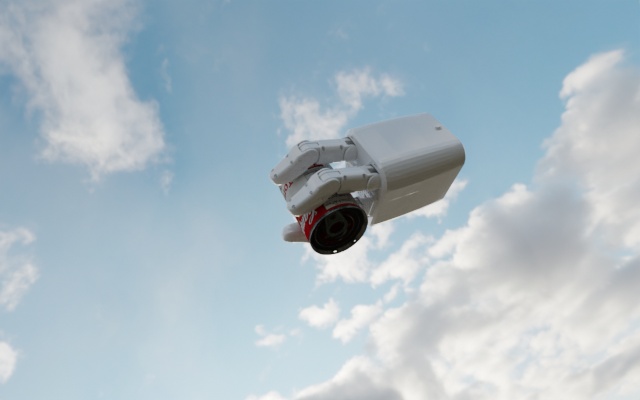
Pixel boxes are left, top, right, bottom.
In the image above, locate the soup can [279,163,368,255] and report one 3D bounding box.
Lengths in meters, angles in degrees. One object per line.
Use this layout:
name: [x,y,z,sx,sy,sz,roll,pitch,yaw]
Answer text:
soup can: [0.000,0.002,0.536,0.068,0.068,0.102,0,38,-31]
